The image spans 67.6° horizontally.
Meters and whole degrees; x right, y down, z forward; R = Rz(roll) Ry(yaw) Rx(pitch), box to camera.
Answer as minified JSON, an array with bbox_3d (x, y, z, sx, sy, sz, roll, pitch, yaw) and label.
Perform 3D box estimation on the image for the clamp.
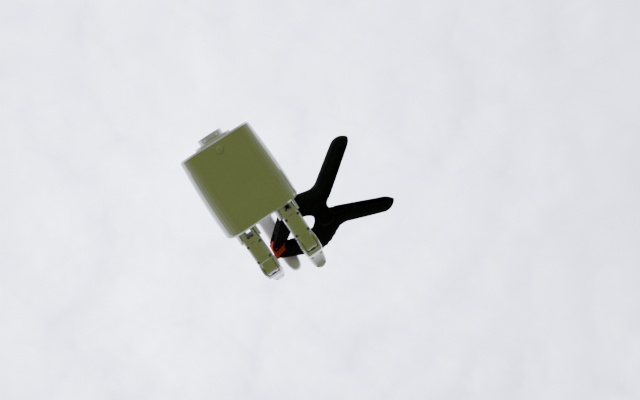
[{"bbox_3d":[0.000,0.002,0.604,0.171,0.120,0.039,-34,15,-8],"label":"clamp"}]
